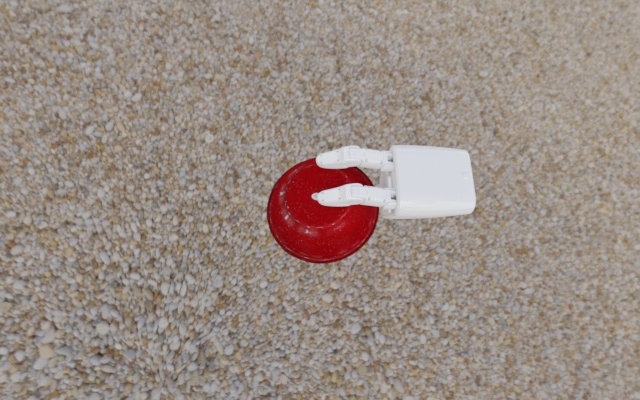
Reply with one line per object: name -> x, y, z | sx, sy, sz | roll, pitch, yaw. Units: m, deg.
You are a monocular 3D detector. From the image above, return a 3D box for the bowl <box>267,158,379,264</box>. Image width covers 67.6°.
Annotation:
bowl -> -0.001, 0.002, 0.656 | 0.162, 0.162, 0.055 | 0, -21, 7
